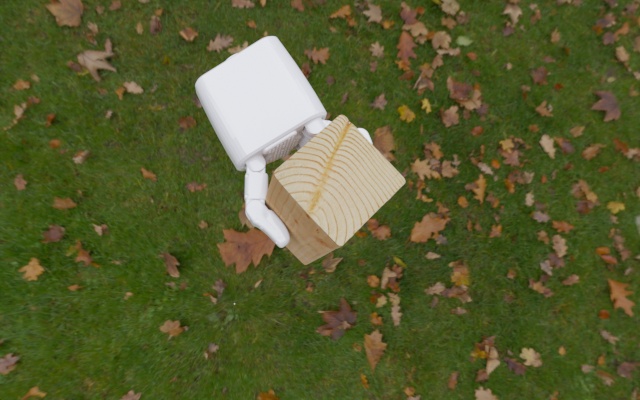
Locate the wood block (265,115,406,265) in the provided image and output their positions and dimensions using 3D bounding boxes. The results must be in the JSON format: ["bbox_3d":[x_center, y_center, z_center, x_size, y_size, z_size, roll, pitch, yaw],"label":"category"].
[{"bbox_3d":[0.000,0.002,0.523,0.091,0.090,0.206,-42,-2,-16],"label":"wood block"}]
